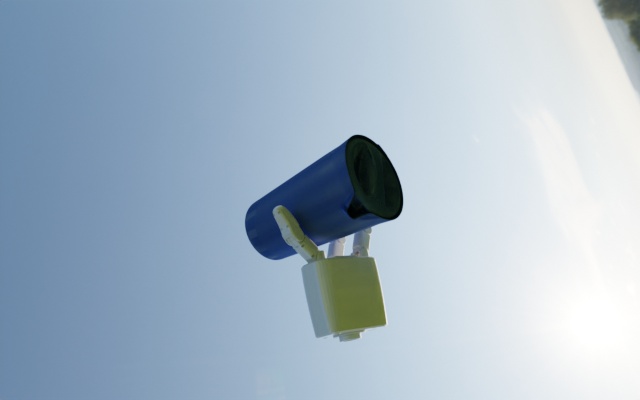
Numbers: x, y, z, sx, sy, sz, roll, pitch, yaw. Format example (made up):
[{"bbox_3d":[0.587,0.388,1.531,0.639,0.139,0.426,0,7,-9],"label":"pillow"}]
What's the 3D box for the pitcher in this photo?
[{"bbox_3d":[0.000,0.003,0.749,0.243,0.145,0.149,-27,-22,36],"label":"pitcher"}]
